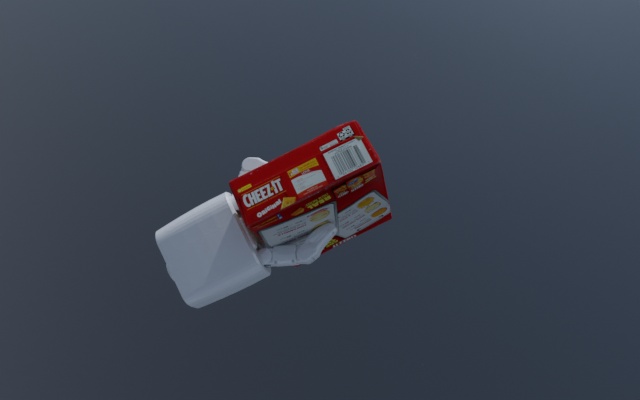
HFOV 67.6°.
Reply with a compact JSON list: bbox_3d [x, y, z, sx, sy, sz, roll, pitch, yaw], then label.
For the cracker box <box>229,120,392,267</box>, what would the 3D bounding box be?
[{"bbox_3d":[0.000,0.002,0.619,0.164,0.072,0.214,-27,-22,2],"label":"cracker box"}]
